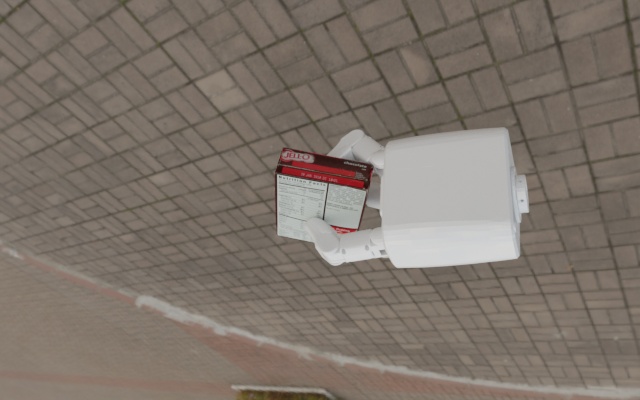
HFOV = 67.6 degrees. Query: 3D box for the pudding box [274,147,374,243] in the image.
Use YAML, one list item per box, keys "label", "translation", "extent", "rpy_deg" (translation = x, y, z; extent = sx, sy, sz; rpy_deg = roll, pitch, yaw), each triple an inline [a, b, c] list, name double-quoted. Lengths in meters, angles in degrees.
- label: "pudding box"
  translation: [0.000, 0.002, 0.486]
  extent: [0.090, 0.039, 0.114]
  rpy_deg: [12, -38, 4]
